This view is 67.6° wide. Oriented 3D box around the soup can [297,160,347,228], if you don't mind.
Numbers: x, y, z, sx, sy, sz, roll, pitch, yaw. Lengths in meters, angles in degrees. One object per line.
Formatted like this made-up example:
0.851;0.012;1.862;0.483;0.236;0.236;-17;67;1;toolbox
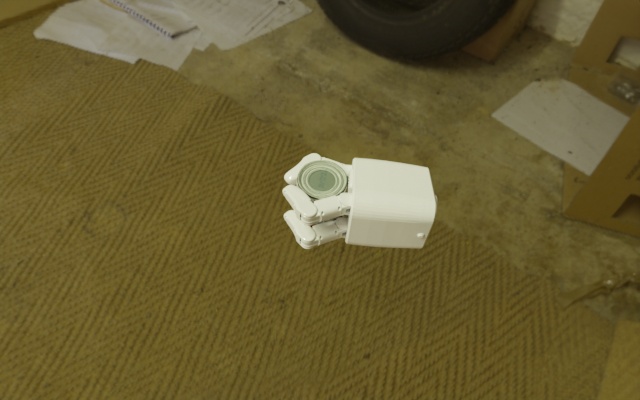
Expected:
0.000;0.002;0.657;0.068;0.068;0.102;0;-36;-4;soup can
